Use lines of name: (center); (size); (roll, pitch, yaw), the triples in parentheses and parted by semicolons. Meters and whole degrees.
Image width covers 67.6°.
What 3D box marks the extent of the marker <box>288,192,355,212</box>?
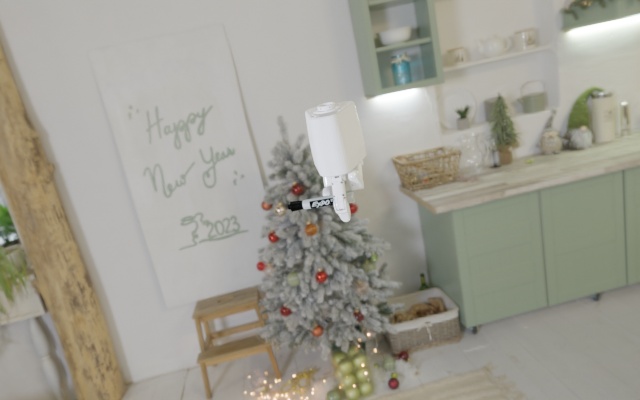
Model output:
marker: (0.000, 0.003, 0.856); (0.121, 0.020, 0.020); (-9, -2, 11)
